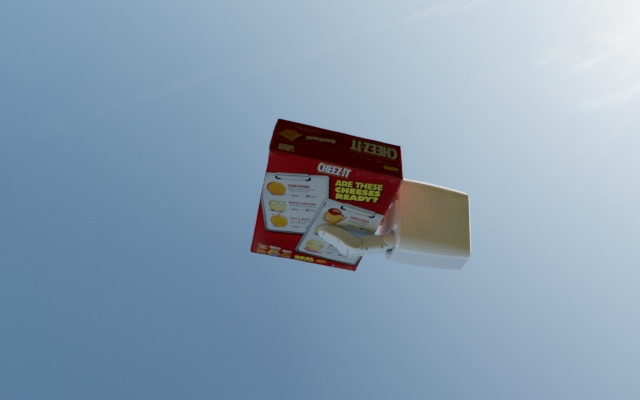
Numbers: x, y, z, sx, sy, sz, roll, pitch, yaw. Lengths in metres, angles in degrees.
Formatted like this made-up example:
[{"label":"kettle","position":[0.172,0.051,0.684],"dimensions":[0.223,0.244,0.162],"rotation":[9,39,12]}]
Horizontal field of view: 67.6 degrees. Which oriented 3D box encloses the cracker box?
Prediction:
[{"label":"cracker box","position":[0.000,0.002,0.654],"dimensions":[0.164,0.072,0.214],"rotation":[12,-42,-6]}]
